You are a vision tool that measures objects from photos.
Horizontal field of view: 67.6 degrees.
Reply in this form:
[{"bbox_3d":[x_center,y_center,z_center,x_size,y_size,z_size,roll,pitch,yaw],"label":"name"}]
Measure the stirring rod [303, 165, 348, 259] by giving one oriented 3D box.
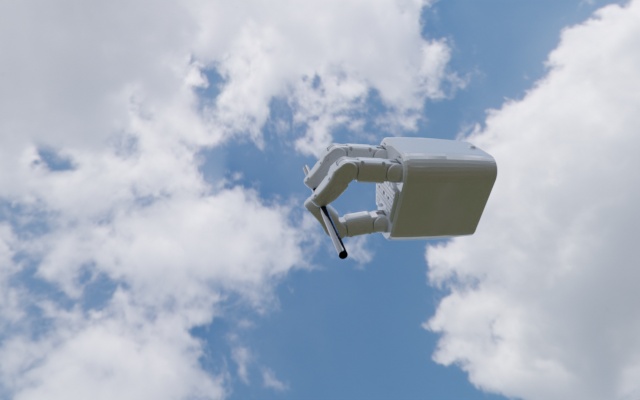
[{"bbox_3d":[0.000,0.002,0.514,0.011,0.011,0.239,0,22,-10],"label":"stirring rod"}]
